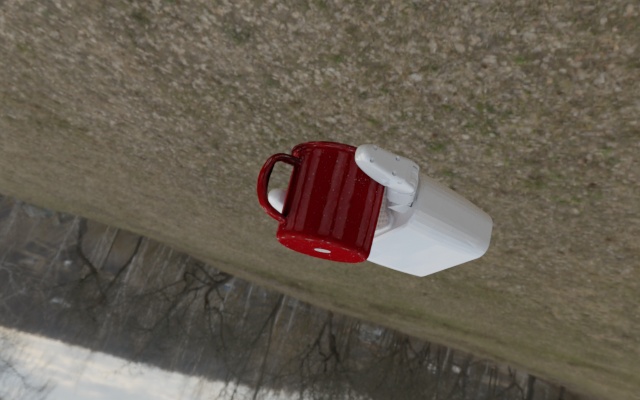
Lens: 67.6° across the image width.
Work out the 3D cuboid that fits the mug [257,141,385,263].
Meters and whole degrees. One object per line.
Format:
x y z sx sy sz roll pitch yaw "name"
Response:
-0.001 0.001 0.406 0.117 0.081 0.093 23 -18 -28 "mug"
